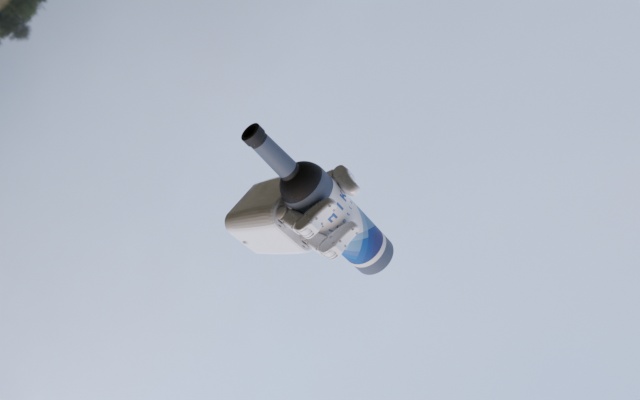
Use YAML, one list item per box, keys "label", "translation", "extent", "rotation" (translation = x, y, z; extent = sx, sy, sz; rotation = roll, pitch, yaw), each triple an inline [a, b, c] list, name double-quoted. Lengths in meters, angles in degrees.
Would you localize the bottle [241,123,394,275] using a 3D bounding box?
- label: "bottle"
  translation: [0.000, 0.002, 0.651]
  extent: [0.069, 0.069, 0.296]
  rotation: [0, -35, 44]
